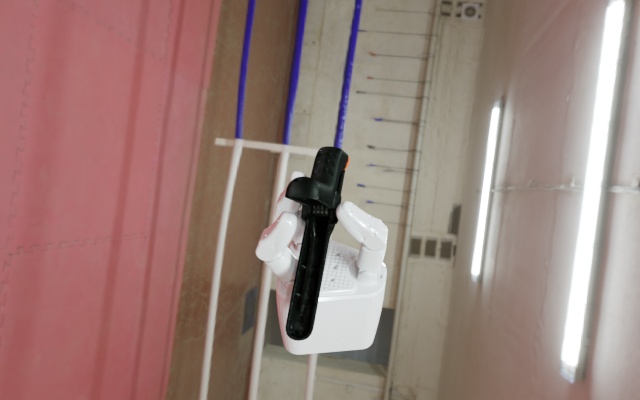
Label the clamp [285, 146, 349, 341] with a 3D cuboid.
[{"bbox_3d":[0.001,0.001,0.455,0.036,0.165,0.209,9,41,7],"label":"clamp"}]
